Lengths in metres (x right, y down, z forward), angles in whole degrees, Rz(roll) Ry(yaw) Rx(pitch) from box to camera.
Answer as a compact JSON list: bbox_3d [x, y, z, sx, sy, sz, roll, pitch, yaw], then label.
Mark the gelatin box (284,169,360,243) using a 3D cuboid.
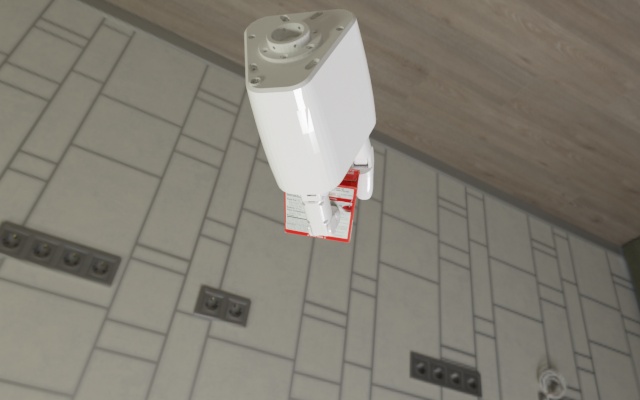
[{"bbox_3d":[0.000,0.002,0.501,0.073,0.030,0.089,8,-43,4],"label":"gelatin box"}]
